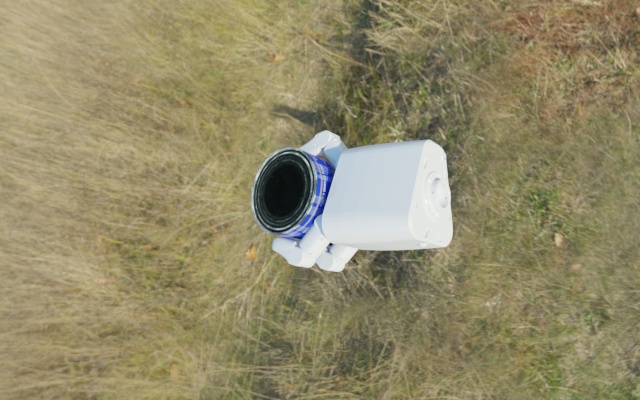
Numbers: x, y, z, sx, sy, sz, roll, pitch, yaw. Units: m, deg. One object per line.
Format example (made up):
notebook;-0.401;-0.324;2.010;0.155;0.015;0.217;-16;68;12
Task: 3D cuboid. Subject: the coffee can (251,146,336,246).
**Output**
coffee can;0.000;0.002;0.589;0.103;0.103;0.140;0;-11;41
